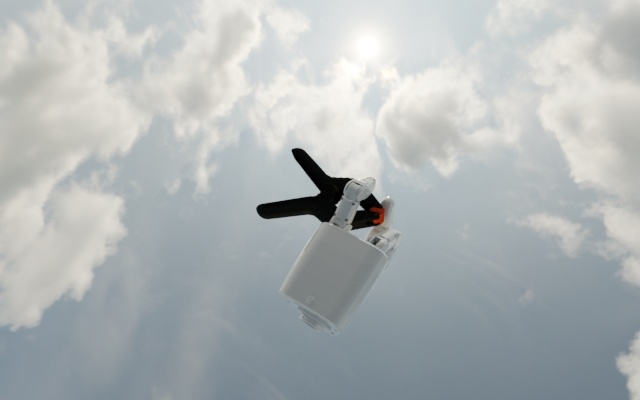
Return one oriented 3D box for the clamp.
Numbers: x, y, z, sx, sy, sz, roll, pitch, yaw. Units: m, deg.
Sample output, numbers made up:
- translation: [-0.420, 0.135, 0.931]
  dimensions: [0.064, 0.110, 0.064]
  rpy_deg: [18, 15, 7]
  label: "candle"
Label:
- translation: [0.000, 0.002, 0.650]
  dimensions: [0.171, 0.120, 0.039]
  rpy_deg: [27, -19, 24]
  label: "clamp"
